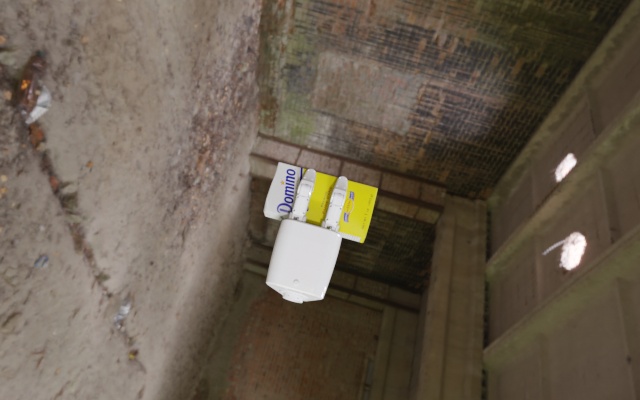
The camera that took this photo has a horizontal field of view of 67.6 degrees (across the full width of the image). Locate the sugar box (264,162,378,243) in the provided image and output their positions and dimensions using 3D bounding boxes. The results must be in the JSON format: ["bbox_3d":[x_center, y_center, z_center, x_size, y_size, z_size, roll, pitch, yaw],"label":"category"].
[{"bbox_3d":[0.000,0.003,0.812,0.176,0.093,0.048,15,-18,1],"label":"sugar box"}]
